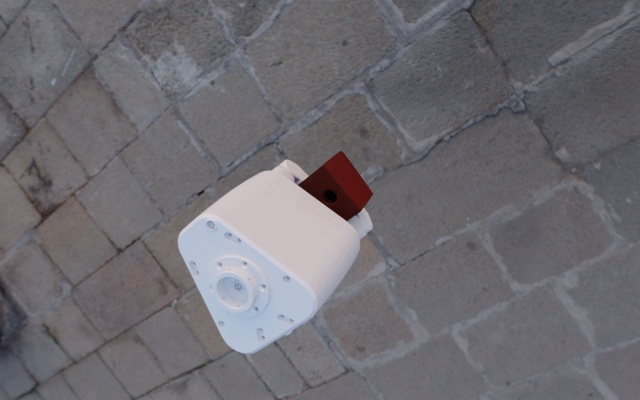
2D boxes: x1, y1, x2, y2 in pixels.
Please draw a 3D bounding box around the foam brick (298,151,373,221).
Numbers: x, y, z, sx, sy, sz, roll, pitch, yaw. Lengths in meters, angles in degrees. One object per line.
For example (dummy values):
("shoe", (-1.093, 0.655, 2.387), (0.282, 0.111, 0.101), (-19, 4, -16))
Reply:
("foam brick", (0.000, 0.001, 0.443), (0.078, 0.053, 0.051), (-37, 3, 26))
